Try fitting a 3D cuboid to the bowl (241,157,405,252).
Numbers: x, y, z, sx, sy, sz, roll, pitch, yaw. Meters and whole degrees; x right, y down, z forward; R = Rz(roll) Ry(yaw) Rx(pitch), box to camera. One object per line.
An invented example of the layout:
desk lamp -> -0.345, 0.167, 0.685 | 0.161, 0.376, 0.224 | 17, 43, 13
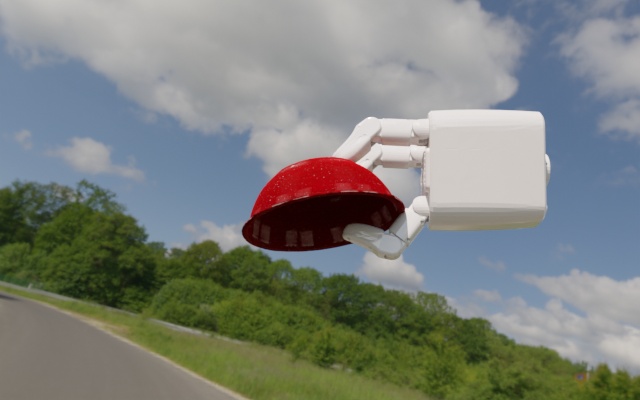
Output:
bowl -> -0.001, 0.001, 0.480 | 0.162, 0.055, 0.162 | -8, -22, -3
